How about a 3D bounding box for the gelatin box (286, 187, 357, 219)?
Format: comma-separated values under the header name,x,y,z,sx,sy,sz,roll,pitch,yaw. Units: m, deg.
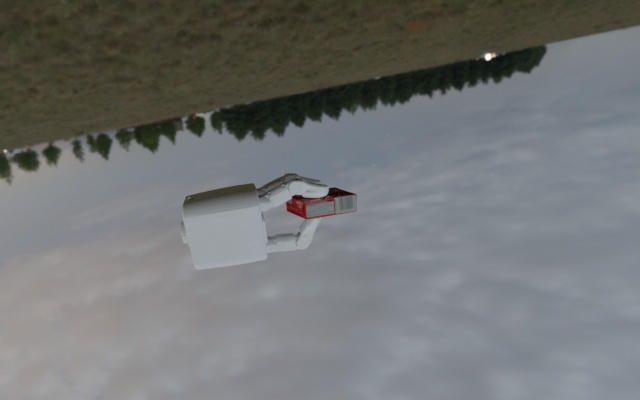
name,x,y,z,sx,sy,sz,roll,pitch,yaw
gelatin box,0.000,0.003,0.726,0.089,0.030,0.073,-8,13,-23
